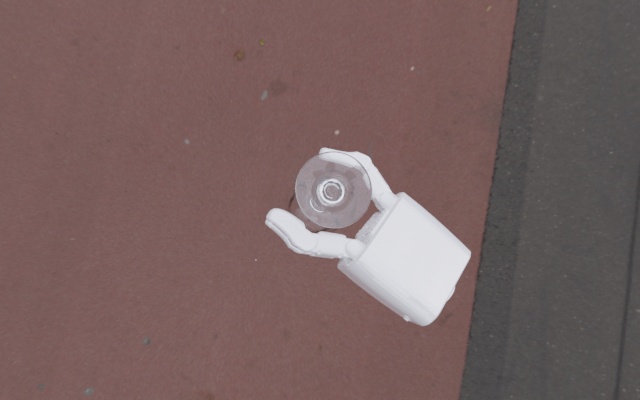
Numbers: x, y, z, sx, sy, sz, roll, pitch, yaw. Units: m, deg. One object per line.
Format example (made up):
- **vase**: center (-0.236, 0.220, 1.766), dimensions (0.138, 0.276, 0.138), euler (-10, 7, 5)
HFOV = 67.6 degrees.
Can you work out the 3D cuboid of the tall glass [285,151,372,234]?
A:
- **tall glass**: center (0.000, 0.002, 0.552), dimensions (0.079, 0.079, 0.201), euler (0, -7, -8)
